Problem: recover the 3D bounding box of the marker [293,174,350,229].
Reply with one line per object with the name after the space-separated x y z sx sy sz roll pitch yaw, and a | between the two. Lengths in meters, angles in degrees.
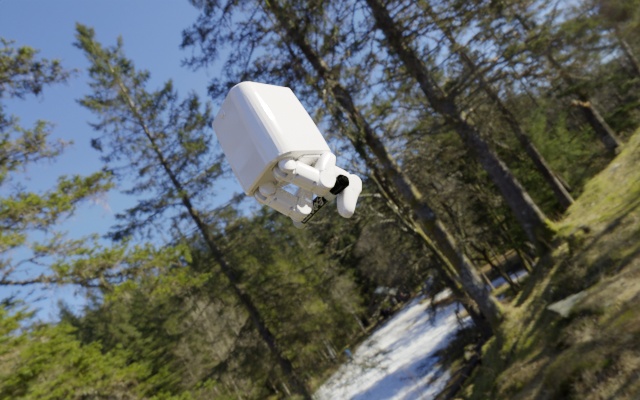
0.000 0.002 0.619 0.020 0.020 0.121 0 -29 -35 | marker
